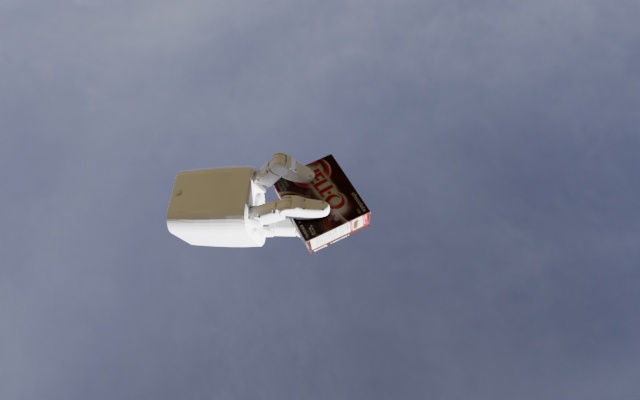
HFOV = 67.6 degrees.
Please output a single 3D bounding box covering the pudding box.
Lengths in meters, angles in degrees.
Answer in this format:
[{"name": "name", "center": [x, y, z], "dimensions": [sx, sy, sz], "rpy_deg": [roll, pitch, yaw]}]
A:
[{"name": "pudding box", "center": [0.000, 0.002, 0.620], "dimensions": [0.090, 0.113, 0.039], "rpy_deg": [-25, -32, -10]}]
